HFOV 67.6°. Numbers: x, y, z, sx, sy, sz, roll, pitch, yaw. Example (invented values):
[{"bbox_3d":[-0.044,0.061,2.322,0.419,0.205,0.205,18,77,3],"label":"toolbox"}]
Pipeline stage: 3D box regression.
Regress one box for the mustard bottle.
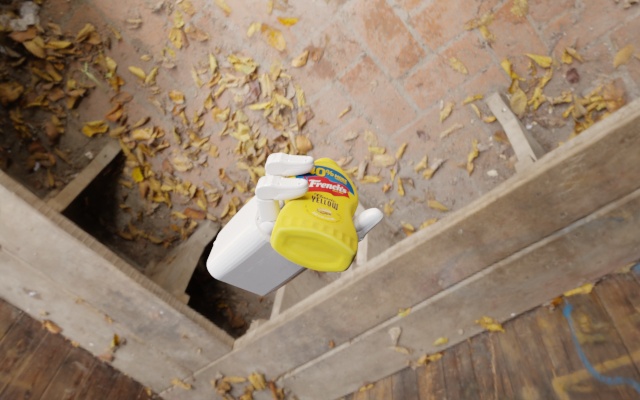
[{"bbox_3d":[0.000,0.002,0.598,0.096,0.058,0.191,18,34,-7],"label":"mustard bottle"}]
